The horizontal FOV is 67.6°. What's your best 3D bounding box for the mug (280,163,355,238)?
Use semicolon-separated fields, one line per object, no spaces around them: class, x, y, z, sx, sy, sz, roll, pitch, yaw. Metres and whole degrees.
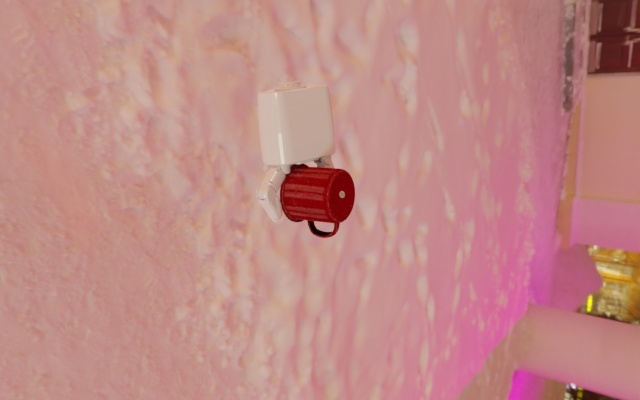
mug;0.000;0.004;0.724;0.081;0.117;0.093;5;20;34
